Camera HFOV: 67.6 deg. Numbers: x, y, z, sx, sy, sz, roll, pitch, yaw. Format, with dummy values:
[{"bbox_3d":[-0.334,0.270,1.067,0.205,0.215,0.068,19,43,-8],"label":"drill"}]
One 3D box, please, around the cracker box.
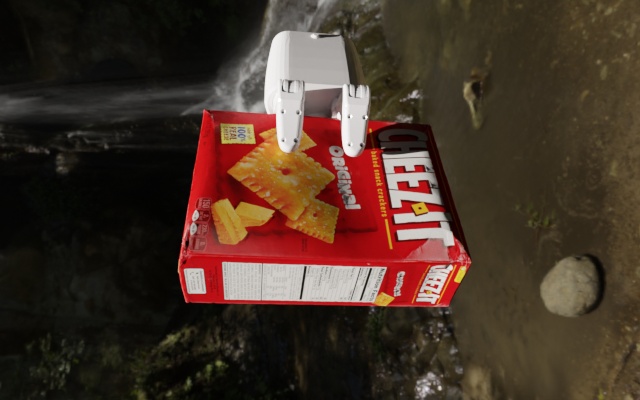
[{"bbox_3d":[0.000,0.001,0.408,0.214,0.164,0.072,2,-42,-6],"label":"cracker box"}]
